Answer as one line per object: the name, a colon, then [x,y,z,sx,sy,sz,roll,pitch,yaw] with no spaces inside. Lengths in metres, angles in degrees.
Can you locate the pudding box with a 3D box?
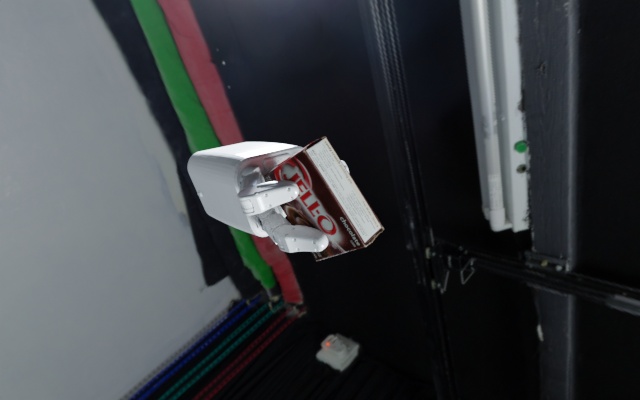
pudding box: [0.000,0.002,0.492,0.039,0.113,0.090,-39,8,-34]
